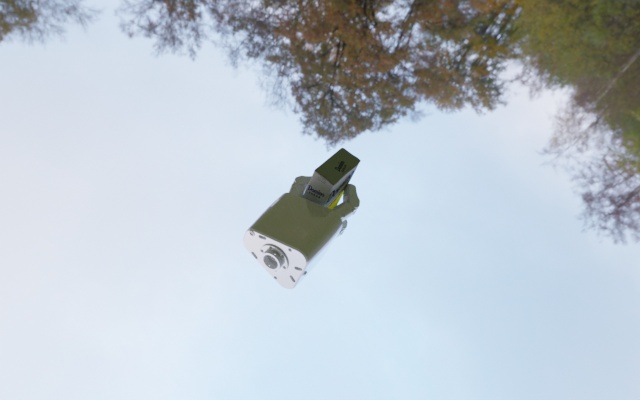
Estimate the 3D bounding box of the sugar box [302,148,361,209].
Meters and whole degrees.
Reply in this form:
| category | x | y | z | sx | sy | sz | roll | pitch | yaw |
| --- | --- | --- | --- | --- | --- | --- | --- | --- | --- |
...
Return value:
| category | x | y | z | sx | sy | sz | roll | pitch | yaw |
| --- | --- | --- | --- | --- | --- | --- | --- | --- | --- |
| sugar box | 0.000 | 0.003 | 0.806 | 0.048 | 0.176 | 0.093 | 38 | 43 | 9 |
